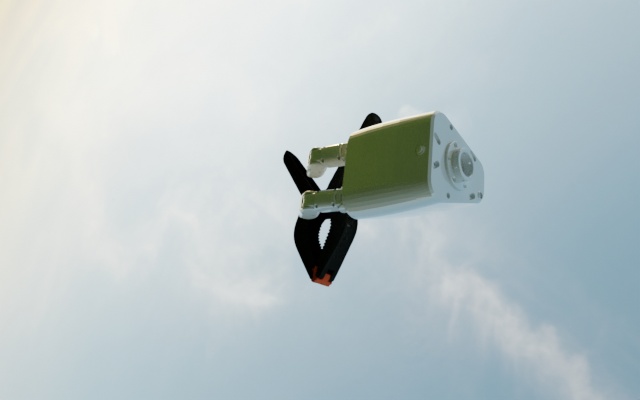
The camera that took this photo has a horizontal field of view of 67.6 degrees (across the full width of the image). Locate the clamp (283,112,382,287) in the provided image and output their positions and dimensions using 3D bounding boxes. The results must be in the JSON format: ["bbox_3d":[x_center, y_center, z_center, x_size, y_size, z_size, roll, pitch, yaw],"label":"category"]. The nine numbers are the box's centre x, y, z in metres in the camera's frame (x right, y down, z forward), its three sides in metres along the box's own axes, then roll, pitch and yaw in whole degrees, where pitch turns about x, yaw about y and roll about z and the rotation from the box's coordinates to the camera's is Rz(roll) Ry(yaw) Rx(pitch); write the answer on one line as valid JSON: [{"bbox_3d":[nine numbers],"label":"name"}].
[{"bbox_3d":[0.001,0.003,0.602,0.164,0.210,0.036,-11,-26,44],"label":"clamp"}]
